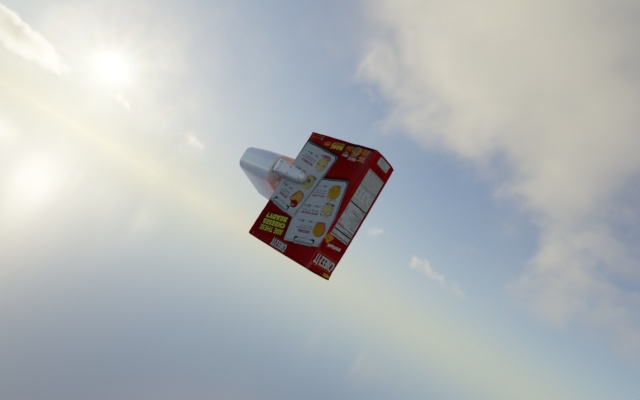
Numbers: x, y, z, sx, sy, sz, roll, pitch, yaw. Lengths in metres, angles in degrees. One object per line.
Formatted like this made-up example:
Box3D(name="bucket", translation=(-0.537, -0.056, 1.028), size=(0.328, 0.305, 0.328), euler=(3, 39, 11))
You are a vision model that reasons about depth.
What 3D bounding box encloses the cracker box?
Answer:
Box3D(name="cracker box", translation=(0.000, 0.002, 0.797), size=(0.164, 0.213, 0.072), euler=(24, -10, 46))
